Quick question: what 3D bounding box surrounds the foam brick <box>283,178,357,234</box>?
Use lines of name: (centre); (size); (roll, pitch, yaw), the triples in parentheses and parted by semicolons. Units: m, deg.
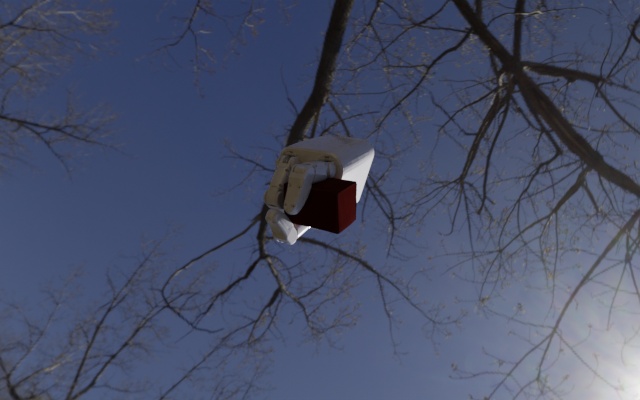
foam brick: (0.000, 0.002, 0.585); (0.078, 0.053, 0.051); (12, 23, 29)
